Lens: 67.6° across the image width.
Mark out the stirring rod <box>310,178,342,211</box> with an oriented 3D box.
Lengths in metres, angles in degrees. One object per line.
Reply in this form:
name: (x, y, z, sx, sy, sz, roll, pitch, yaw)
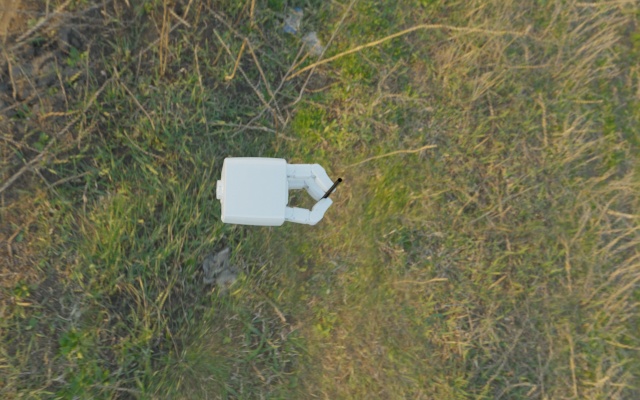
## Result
stirring rod: (0.000, 0.003, 0.896, 0.011, 0.011, 0.240, 0, -18, -16)
